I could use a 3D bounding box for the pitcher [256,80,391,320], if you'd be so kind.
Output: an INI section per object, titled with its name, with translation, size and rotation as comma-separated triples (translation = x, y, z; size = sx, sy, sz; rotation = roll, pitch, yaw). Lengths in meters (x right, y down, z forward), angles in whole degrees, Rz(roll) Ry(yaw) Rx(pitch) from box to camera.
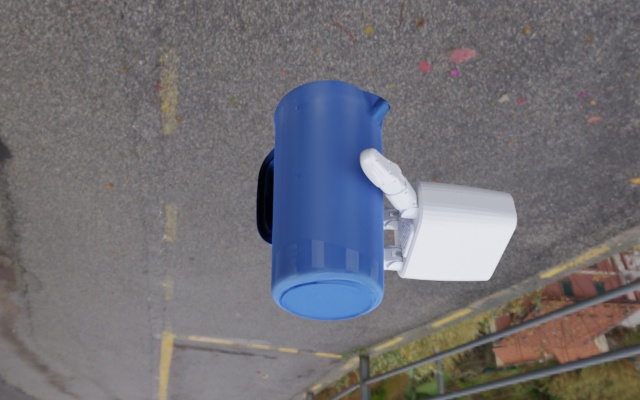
[pitcher]
translation = 0.000, 0.002, 0.524
size = 0.145, 0.242, 0.149
rotation = 6, -35, -6
